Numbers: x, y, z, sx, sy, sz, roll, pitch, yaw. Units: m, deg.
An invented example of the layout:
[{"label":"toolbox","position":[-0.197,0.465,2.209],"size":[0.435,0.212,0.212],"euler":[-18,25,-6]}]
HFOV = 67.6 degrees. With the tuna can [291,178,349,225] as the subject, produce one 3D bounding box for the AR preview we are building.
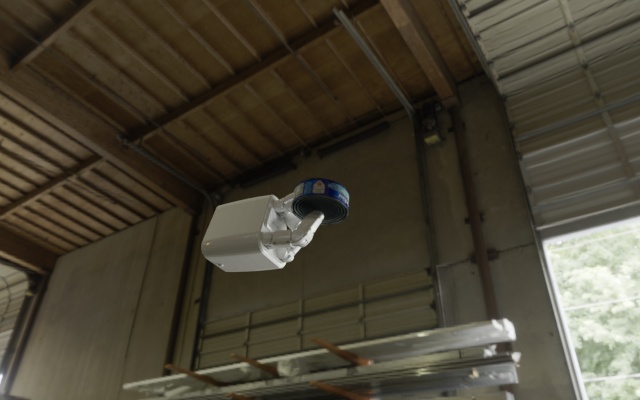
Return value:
[{"label":"tuna can","position":[0.000,0.002,0.718],"size":[0.086,0.033,0.086],"euler":[5,-31,3]}]
